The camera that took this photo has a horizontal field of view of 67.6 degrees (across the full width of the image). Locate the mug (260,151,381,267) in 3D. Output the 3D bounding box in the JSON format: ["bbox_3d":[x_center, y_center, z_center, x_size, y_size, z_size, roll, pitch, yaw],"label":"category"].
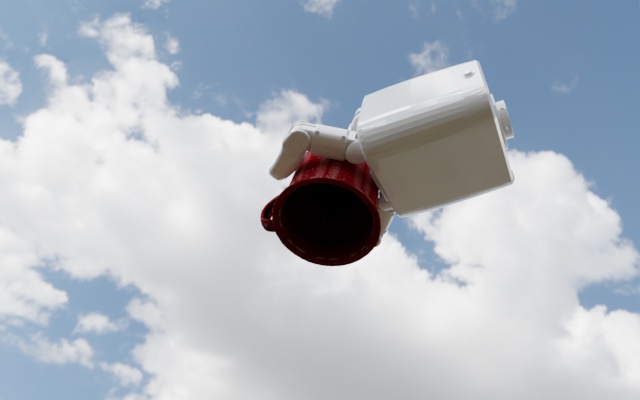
[{"bbox_3d":[-0.001,0.002,0.438,0.117,0.093,0.081,-15,29,20],"label":"mug"}]
